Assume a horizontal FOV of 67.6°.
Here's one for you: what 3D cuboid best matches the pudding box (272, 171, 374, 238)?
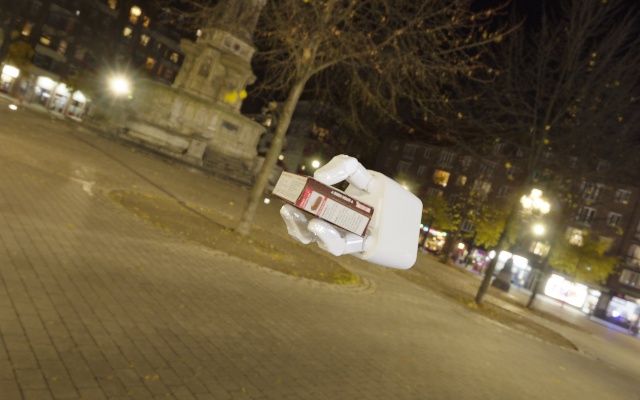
[{"bbox_3d":[0.000,0.002,0.556,0.090,0.039,0.113,25,-3,-19],"label":"pudding box"}]
